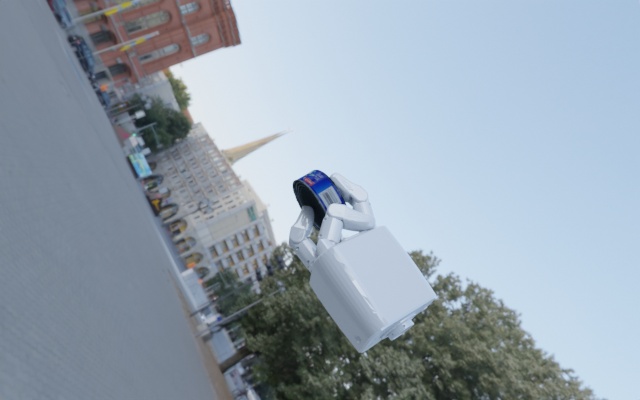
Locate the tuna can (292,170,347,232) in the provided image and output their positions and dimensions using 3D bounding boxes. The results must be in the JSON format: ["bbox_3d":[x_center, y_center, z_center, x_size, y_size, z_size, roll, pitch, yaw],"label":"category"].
[{"bbox_3d":[0.001,0.002,0.641,0.033,0.086,0.086,-32,11,-19],"label":"tuna can"}]
